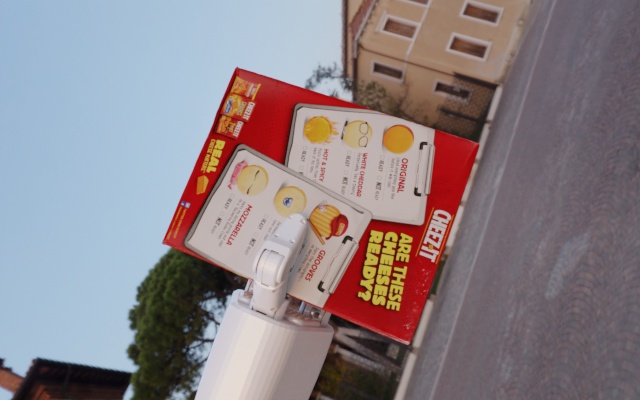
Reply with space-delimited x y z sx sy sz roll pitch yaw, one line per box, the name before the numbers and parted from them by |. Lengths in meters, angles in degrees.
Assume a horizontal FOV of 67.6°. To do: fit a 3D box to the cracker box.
cracker box | 0.000 0.001 0.406 0.213 0.164 0.072 20 -6 11
